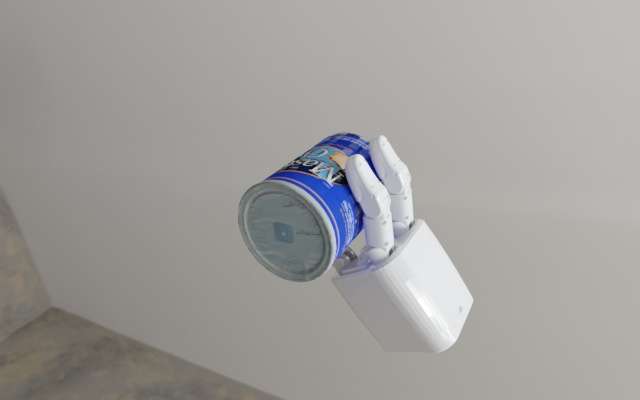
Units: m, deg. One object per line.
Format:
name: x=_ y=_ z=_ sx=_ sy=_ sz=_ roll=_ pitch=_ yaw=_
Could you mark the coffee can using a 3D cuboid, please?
coffee can: x=0.000 y=0.002 z=0.482 sx=0.103 sy=0.103 sz=0.140 roll=0 pitch=25 yaw=33
